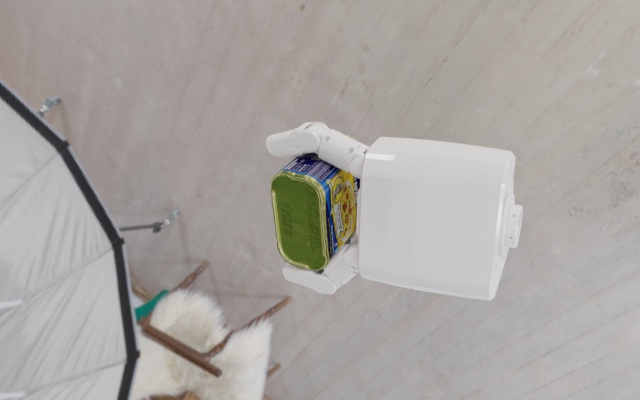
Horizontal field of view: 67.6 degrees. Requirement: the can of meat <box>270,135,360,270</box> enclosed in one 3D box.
[{"bbox_3d":[0.000,0.001,0.438,0.057,0.102,0.084,11,34,25],"label":"can of meat"}]
